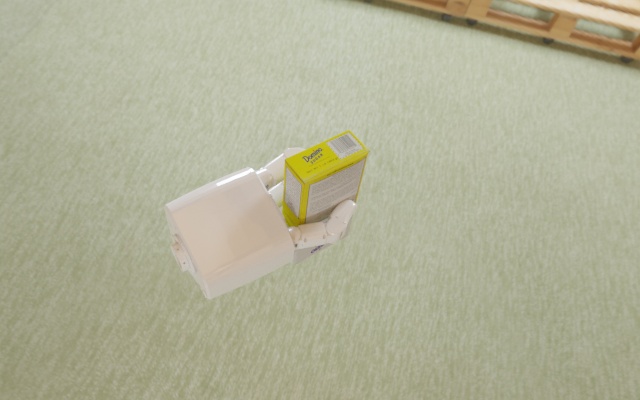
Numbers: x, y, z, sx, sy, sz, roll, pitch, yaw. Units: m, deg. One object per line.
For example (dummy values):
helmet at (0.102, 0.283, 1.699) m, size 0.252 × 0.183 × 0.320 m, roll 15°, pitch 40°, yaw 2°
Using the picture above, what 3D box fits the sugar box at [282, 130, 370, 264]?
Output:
sugar box at (0.000, 0.002, 0.591) m, size 0.093 × 0.048 × 0.176 m, roll -26°, pitch -27°, yaw -25°
